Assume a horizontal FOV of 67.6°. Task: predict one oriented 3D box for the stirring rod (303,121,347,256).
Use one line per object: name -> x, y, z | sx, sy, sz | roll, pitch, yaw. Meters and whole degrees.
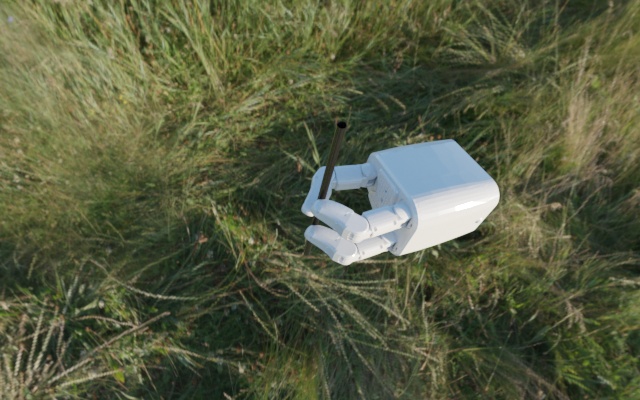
stirring rod -> 0.000, 0.002, 0.484 | 0.011, 0.011, 0.240 | 0, -31, -9
